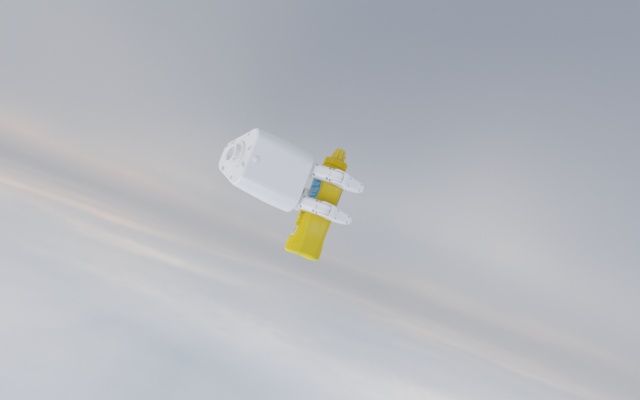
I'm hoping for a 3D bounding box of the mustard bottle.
[{"bbox_3d":[0.000,0.003,0.802,0.058,0.191,0.096,22,-8,-10],"label":"mustard bottle"}]
